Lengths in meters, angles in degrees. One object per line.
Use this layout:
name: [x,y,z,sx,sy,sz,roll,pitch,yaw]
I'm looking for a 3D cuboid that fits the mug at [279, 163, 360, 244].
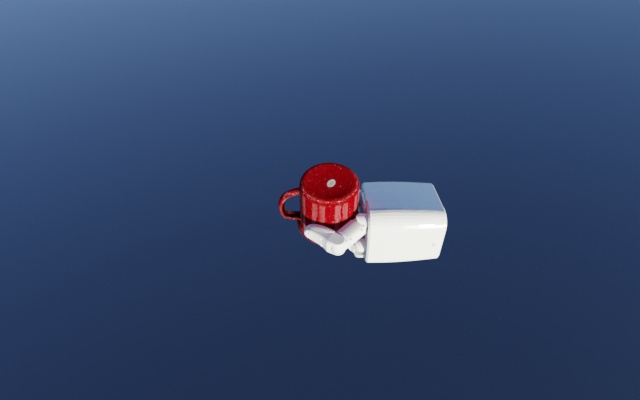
mug: [-0.001,0.002,0.665,0.117,0.093,0.082,-1,-43,-1]
